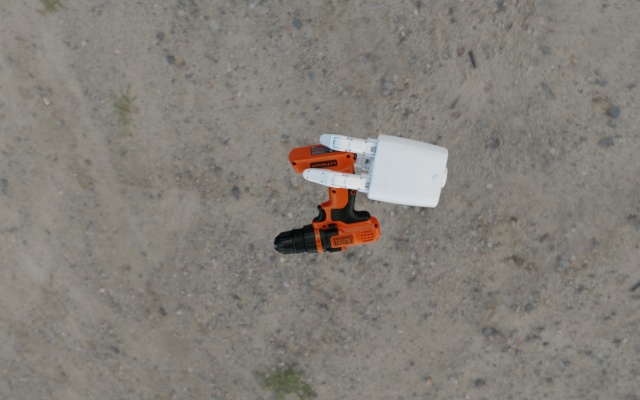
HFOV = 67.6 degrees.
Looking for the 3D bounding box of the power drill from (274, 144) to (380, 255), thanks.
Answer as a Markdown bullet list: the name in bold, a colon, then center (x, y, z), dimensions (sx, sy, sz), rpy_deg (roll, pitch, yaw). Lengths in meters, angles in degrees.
- **power drill**: center (0.000, 0.002, 0.789), dimensions (0.184, 0.188, 0.057), rpy_deg (-10, 30, 0)
